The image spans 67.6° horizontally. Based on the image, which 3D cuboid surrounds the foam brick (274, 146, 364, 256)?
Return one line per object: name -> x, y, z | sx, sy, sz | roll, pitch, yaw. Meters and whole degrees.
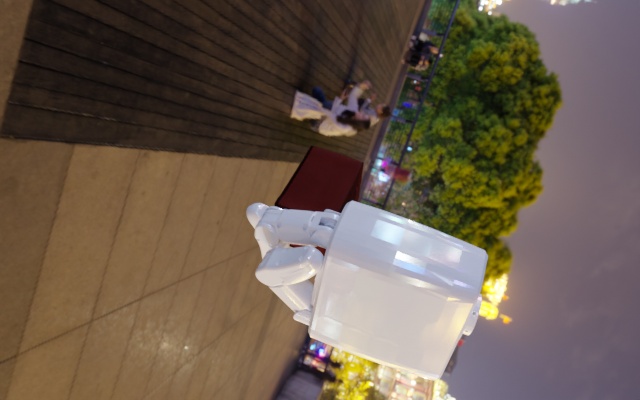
foam brick -> 0.000, 0.001, 0.412 | 0.051, 0.078, 0.053 | 17, -40, 13
